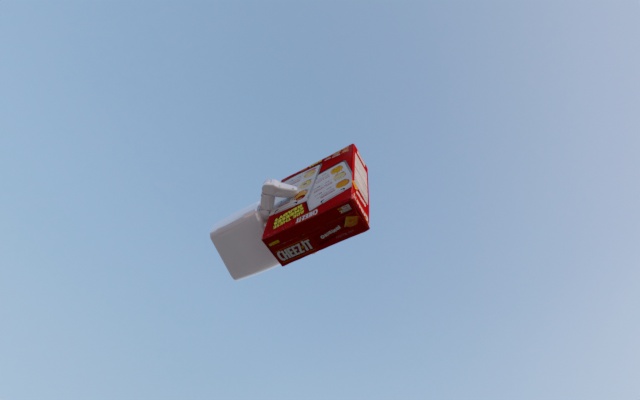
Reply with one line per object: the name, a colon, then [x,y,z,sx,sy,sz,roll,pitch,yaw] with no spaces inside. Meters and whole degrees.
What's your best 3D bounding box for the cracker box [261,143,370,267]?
cracker box: [0.000,0.002,0.825,0.164,0.072,0.213,-25,24,17]
